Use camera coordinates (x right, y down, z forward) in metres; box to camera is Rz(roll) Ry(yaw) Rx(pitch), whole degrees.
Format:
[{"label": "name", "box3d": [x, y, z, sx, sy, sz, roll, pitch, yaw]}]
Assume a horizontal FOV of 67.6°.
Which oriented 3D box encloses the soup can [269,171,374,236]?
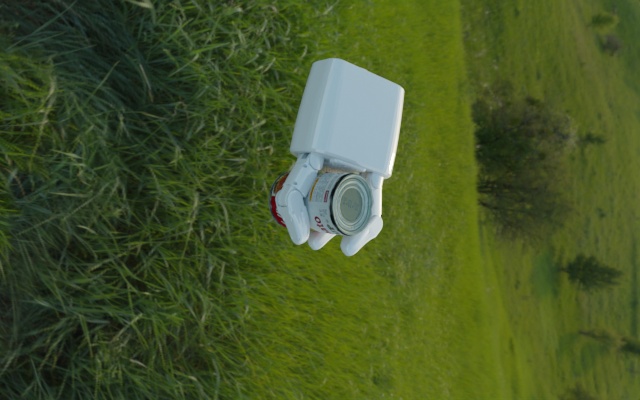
[{"label": "soup can", "box3d": [0.000, 0.002, 0.531, 0.068, 0.068, 0.102, 0, 3, -44]}]
